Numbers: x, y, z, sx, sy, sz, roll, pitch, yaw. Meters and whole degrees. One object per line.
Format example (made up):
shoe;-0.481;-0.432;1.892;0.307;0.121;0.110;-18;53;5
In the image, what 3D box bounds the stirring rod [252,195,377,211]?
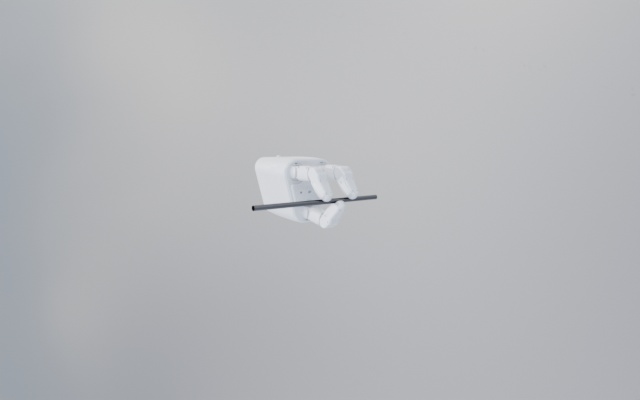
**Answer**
stirring rod;0.000;0.002;0.738;0.239;0.011;0.011;-5;3;-39
